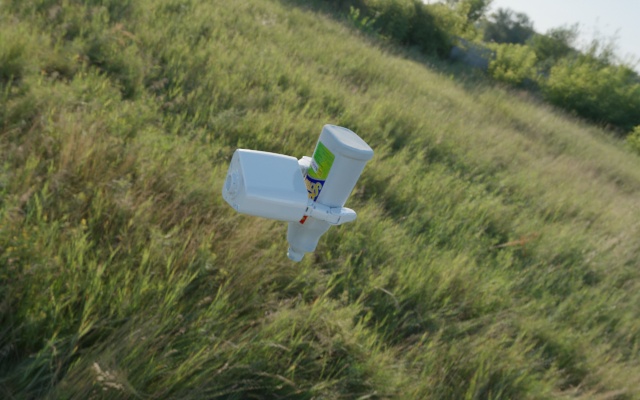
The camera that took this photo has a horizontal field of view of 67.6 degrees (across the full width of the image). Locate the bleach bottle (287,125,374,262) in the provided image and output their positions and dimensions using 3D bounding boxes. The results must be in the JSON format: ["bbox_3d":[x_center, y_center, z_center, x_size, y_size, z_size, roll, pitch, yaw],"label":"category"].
[{"bbox_3d":[0.000,0.003,0.822,0.068,0.251,0.102,8,28,-31],"label":"bleach bottle"}]
